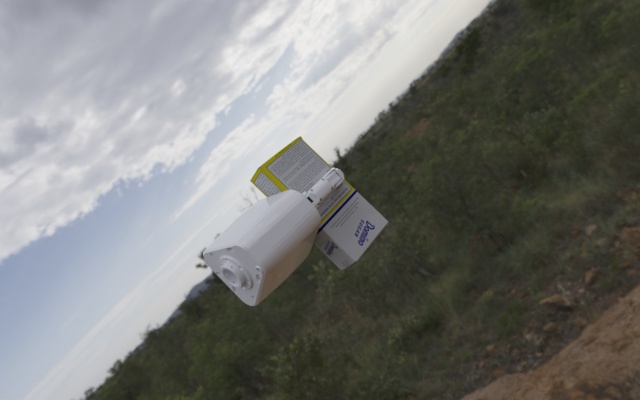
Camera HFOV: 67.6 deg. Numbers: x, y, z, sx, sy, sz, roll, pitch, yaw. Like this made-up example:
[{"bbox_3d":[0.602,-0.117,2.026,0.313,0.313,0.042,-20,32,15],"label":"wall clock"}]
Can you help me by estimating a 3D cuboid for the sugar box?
[{"bbox_3d":[0.000,0.002,0.652,0.093,0.176,0.048,-44,1,-38],"label":"sugar box"}]
